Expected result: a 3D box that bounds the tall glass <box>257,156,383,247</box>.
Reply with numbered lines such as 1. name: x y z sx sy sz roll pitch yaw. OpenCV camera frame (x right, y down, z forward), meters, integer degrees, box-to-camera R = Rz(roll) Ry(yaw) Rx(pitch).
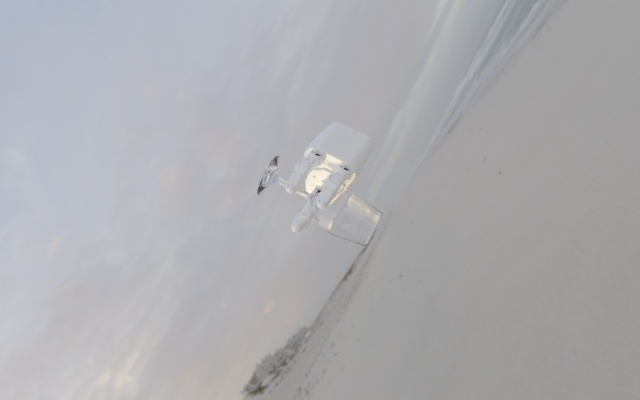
1. tall glass: -0.001 0.002 0.788 0.201 0.079 0.079 28 4 8
